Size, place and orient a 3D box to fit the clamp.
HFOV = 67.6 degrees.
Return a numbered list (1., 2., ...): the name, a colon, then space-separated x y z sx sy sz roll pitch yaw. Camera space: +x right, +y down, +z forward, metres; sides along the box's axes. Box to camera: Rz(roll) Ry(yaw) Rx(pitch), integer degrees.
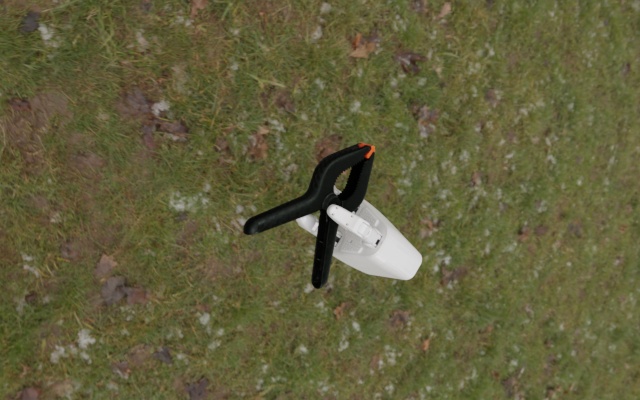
1. clamp: 0.001 0.002 0.644 0.165 0.210 0.036 36 -7 -40
